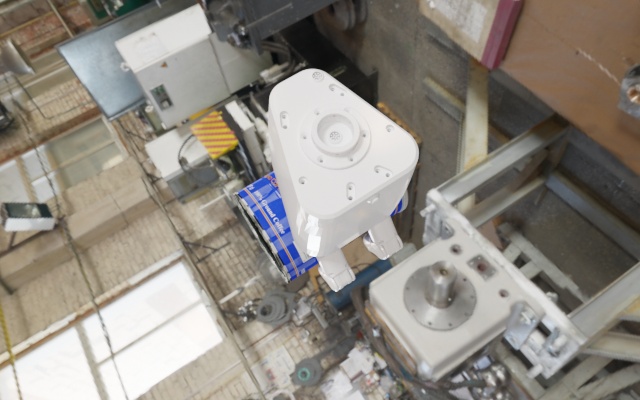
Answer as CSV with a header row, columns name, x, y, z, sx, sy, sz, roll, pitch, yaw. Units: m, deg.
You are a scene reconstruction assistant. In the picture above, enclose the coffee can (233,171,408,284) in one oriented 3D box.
name,x,y,z,sx,sy,sz,roll,pitch,yaw
coffee can,0.000,0.001,0.475,0.140,0.103,0.103,-32,7,-12
